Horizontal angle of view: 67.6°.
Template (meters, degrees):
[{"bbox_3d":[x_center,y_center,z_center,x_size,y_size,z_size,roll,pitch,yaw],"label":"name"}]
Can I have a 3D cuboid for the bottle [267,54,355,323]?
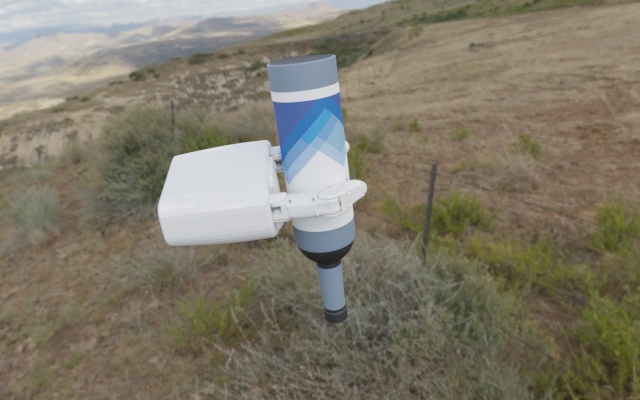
[{"bbox_3d":[0.000,0.001,0.509,0.069,0.296,0.069,-7,22,3],"label":"bottle"}]
